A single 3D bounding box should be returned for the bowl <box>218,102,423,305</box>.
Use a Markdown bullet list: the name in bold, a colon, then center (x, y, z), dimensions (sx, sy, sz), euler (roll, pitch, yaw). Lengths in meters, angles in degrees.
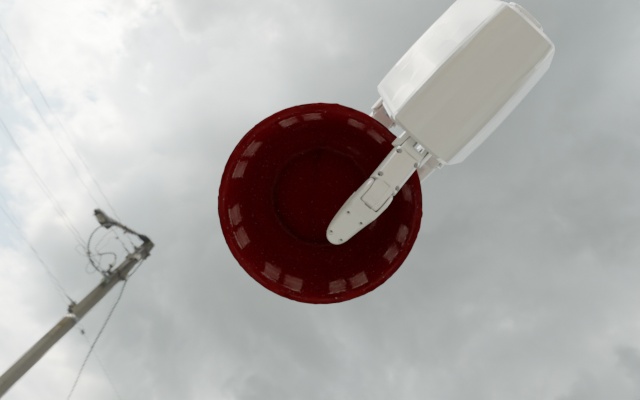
- **bowl**: center (-0.001, 0.002, 0.401), dimensions (0.162, 0.162, 0.055), euler (0, 9, 1)
